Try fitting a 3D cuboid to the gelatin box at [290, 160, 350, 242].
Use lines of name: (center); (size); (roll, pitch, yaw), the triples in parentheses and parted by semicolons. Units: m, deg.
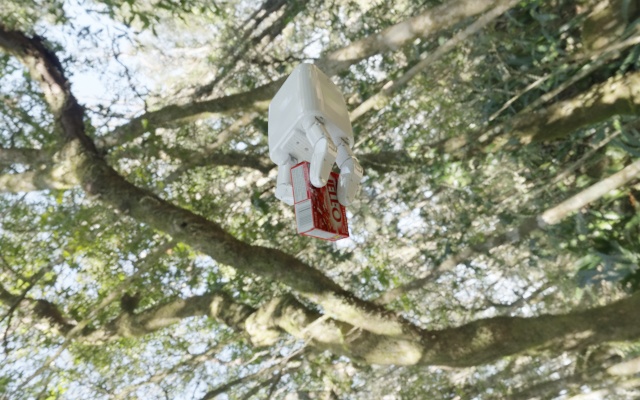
gelatin box: (0.000, 0.002, 0.595); (0.030, 0.089, 0.073); (-21, -24, 33)
